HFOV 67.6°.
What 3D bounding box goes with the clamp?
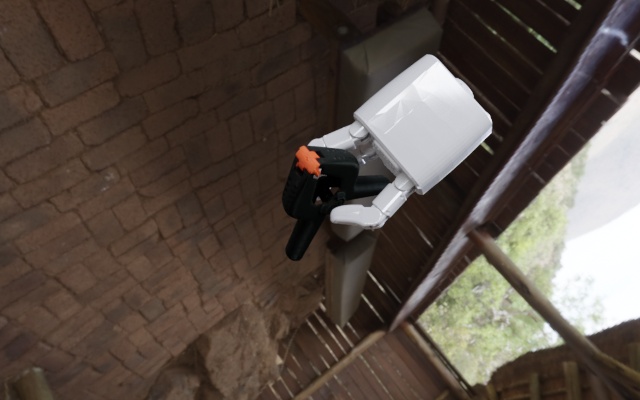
[{"bbox_3d":[0.001,0.002,0.543,0.164,0.036,0.210,-41,-22,3],"label":"clamp"}]
